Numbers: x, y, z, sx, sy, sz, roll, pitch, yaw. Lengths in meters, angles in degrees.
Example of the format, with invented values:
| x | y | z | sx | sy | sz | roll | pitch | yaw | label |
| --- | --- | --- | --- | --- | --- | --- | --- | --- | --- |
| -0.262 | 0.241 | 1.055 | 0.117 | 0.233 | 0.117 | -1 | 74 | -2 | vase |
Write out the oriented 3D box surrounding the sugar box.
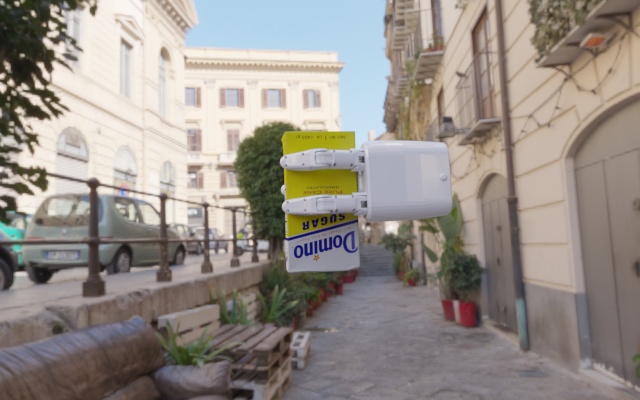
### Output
| x | y | z | sx | sy | sz | roll | pitch | yaw | label |
| --- | --- | --- | --- | --- | --- | --- | --- | --- | --- |
| 0.000 | 0.002 | 0.609 | 0.093 | 0.176 | 0.048 | -2 | -5 | -7 | sugar box |
